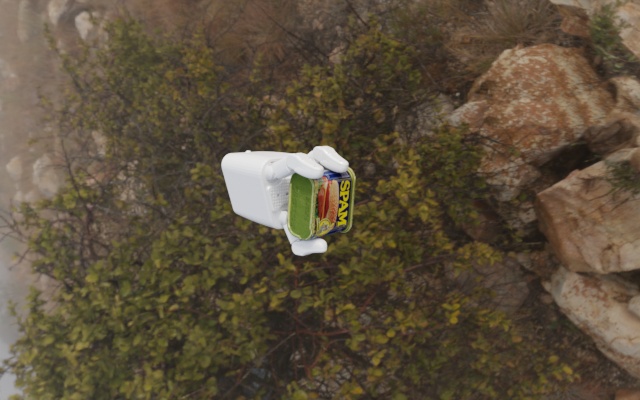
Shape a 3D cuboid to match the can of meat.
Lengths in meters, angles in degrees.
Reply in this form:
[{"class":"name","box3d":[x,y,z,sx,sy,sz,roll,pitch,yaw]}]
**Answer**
[{"class":"can of meat","box3d":[0.000,0.002,0.694,0.057,0.102,0.084,18,20,42]}]
